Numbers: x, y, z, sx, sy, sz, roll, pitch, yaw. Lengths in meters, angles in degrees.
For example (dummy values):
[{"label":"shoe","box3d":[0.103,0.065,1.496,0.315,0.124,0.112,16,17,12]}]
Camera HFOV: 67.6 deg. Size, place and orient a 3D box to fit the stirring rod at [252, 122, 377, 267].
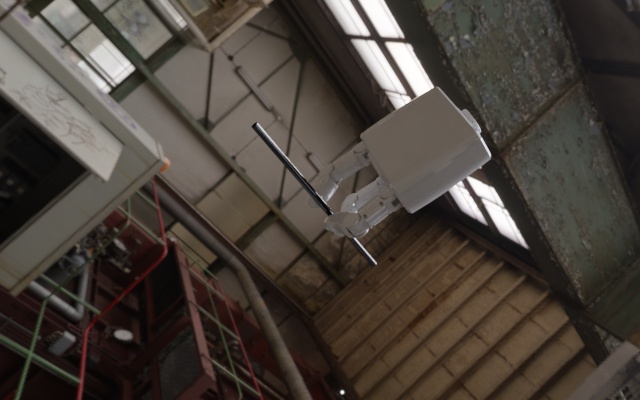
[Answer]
[{"label":"stirring rod","box3d":[0.000,0.002,0.551,0.011,0.011,0.240,0,-42,49]}]
